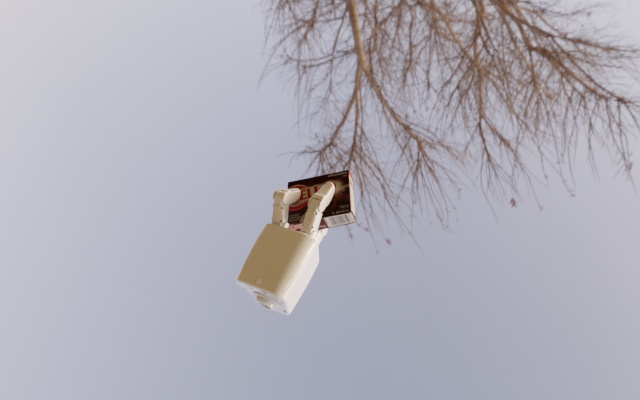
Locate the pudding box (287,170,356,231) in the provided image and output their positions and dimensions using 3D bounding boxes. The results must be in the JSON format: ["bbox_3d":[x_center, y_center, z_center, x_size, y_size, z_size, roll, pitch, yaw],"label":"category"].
[{"bbox_3d":[0.000,0.003,0.797,0.113,0.090,0.039,-10,-37,12],"label":"pudding box"}]
